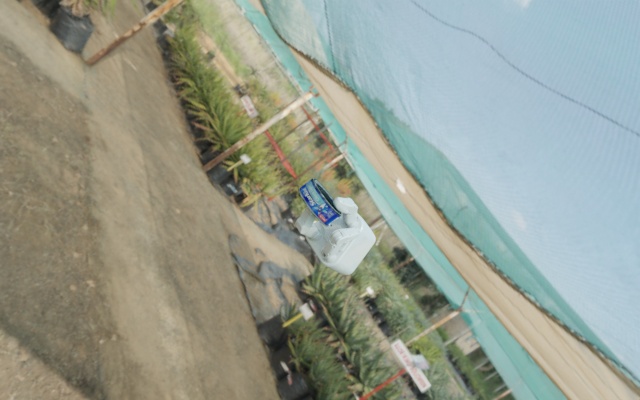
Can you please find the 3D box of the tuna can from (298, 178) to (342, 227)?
[{"bbox_3d":[0.001,0.002,0.845,0.034,0.086,0.086,-37,-7,9],"label":"tuna can"}]
